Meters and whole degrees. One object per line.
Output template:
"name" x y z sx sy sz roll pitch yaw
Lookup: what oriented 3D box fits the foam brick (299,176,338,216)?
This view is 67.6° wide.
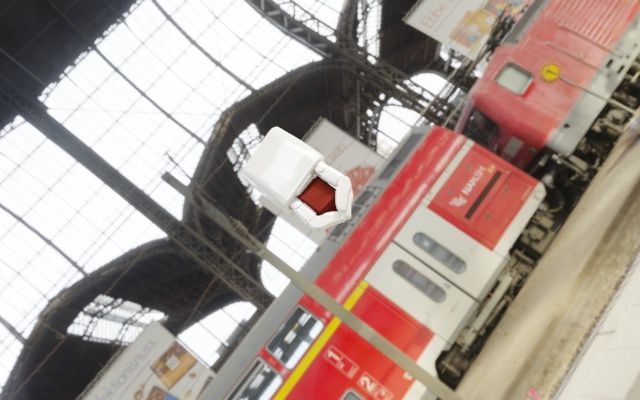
"foam brick" 0.000 0.003 0.845 0.051 0.053 0.078 36 -16 15
